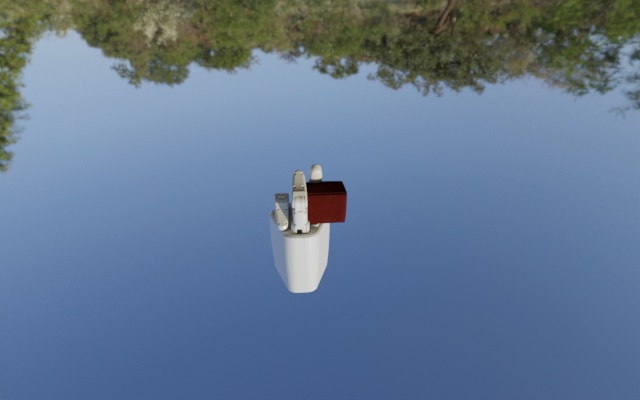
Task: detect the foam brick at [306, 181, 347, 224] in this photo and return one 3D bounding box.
[{"bbox_3d":[0.000,0.002,0.753,0.078,0.051,0.053,-2,23,-3],"label":"foam brick"}]
